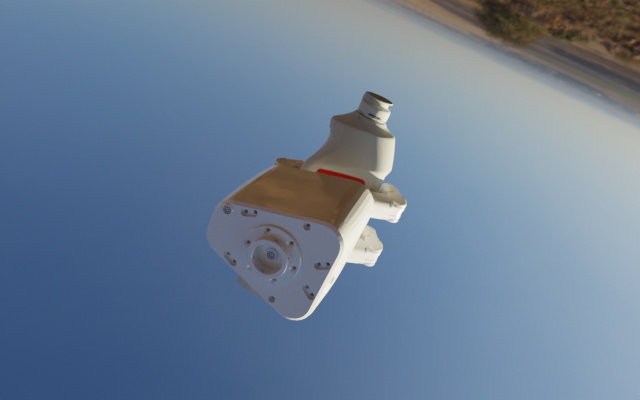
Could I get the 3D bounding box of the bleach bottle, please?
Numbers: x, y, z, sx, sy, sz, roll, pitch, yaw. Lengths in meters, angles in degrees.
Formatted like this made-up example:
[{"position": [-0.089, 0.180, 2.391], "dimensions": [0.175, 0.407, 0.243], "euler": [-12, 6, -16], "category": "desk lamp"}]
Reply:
[{"position": [0.000, 0.002, 0.508], "dimensions": [0.102, 0.251, 0.068], "euler": [29, 23, 8], "category": "bleach bottle"}]
